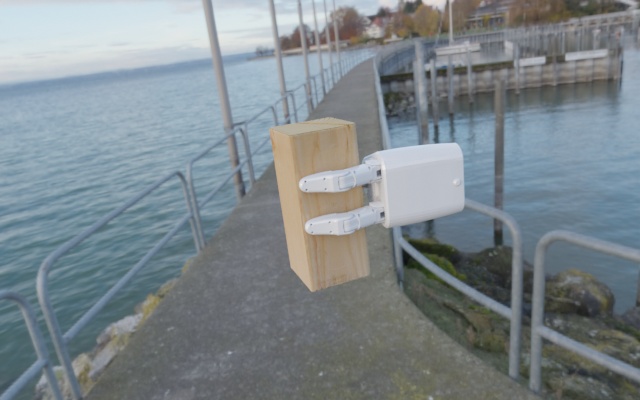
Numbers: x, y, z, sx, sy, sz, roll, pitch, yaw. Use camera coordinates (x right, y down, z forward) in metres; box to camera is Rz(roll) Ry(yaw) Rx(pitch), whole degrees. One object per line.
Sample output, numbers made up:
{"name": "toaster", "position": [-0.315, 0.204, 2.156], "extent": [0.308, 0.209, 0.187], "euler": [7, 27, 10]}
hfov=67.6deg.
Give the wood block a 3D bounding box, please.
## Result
{"name": "wood block", "position": [0.000, 0.002, 0.637], "extent": [0.090, 0.206, 0.090], "euler": [-13, 19, -18]}
